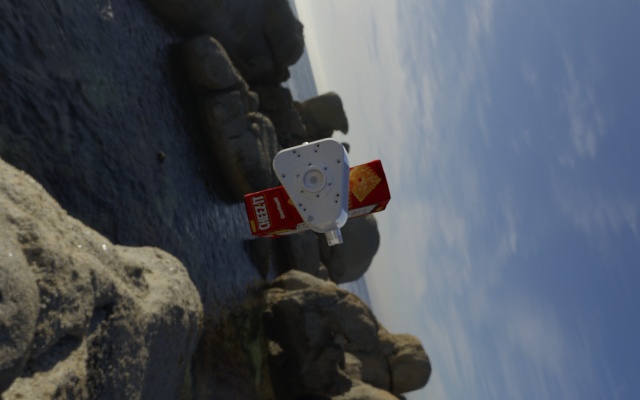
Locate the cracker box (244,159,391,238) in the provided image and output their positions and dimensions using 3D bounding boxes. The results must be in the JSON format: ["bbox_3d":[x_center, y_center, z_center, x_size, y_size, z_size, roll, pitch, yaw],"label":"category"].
[{"bbox_3d":[0.000,0.003,0.780,0.214,0.072,0.164,-14,-7,3],"label":"cracker box"}]
